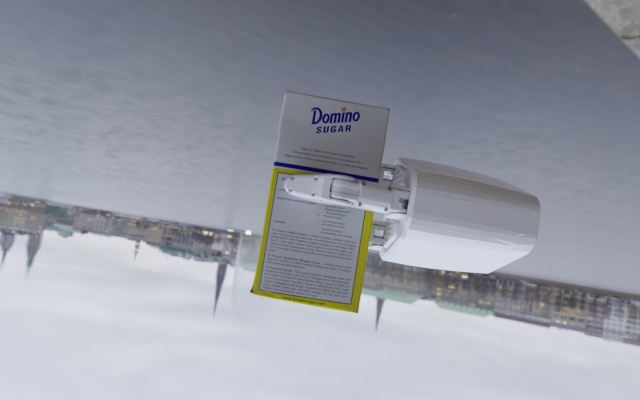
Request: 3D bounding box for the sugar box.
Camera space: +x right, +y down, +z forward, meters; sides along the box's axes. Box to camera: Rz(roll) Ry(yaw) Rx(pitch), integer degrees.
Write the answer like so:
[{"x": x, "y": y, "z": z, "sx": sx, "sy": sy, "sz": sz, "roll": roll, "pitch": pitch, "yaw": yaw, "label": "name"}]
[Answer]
[{"x": 0.000, "y": 0.002, "z": 0.418, "sx": 0.093, "sy": 0.176, "sz": 0.048, "roll": 10, "pitch": -5, "yaw": -2, "label": "sugar box"}]
